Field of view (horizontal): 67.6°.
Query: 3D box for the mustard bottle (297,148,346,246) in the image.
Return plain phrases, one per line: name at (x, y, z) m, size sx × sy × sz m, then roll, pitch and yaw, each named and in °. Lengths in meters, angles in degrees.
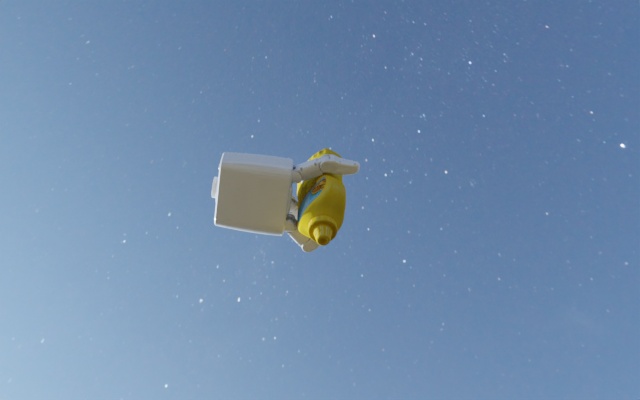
mustard bottle at (0.000, 0.002, 0.722) m, size 0.058 × 0.096 × 0.191 m, roll 29°, pitch 27°, yaw -19°
